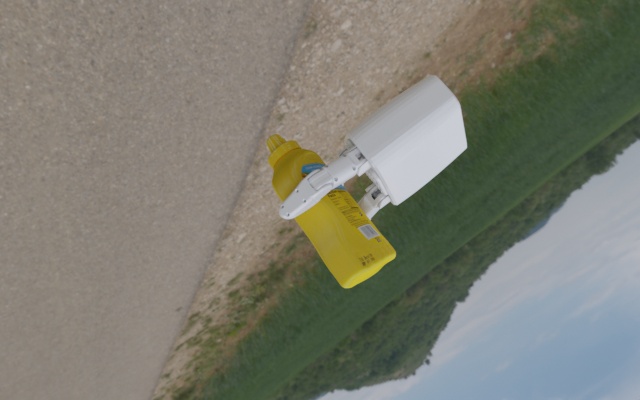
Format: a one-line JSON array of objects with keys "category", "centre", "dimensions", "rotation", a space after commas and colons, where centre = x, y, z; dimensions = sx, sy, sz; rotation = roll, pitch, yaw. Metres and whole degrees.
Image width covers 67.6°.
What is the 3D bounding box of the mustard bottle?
[{"category": "mustard bottle", "centre": [0.000, 0.002, 0.528], "dimensions": [0.058, 0.191, 0.096], "rotation": [-44, -17, 26]}]
